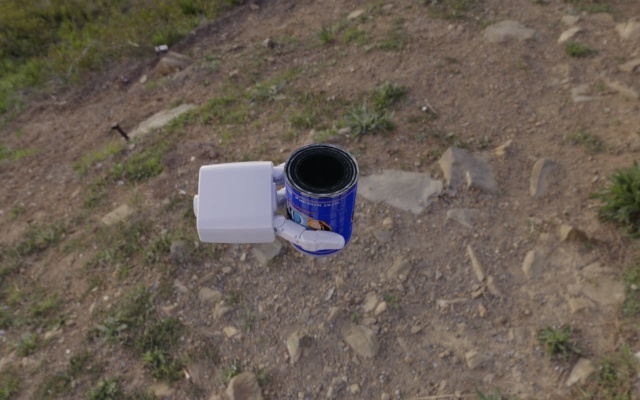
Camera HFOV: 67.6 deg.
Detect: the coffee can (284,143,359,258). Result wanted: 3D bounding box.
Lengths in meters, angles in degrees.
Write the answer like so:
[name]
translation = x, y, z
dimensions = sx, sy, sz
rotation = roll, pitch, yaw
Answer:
[coffee can]
translation = 0.000, 0.002, 0.695
dimensions = 0.103, 0.102, 0.140
rotation = 0, -40, -2
